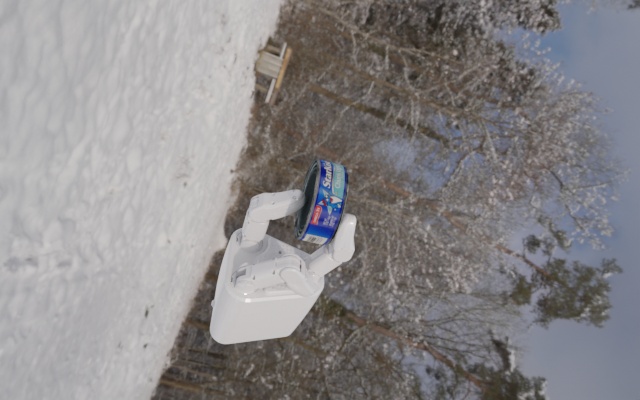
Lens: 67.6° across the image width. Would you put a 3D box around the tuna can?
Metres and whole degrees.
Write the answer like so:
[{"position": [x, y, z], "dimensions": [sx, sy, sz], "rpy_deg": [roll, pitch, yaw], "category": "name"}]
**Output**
[{"position": [0.001, 0.002, 0.490], "dimensions": [0.034, 0.086, 0.086], "rpy_deg": [14, -3, -11], "category": "tuna can"}]
